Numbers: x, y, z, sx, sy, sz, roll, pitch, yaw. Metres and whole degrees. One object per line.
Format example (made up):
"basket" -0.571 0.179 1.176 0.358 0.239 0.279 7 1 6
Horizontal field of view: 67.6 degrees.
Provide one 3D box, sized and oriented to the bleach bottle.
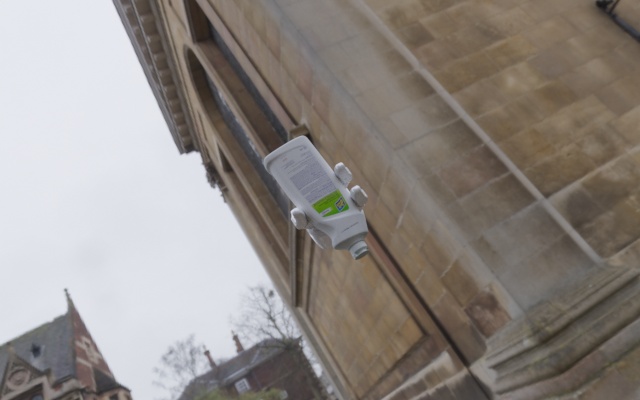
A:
"bleach bottle" 0.000 0.003 0.866 0.102 0.250 0.068 -33 -23 -4
